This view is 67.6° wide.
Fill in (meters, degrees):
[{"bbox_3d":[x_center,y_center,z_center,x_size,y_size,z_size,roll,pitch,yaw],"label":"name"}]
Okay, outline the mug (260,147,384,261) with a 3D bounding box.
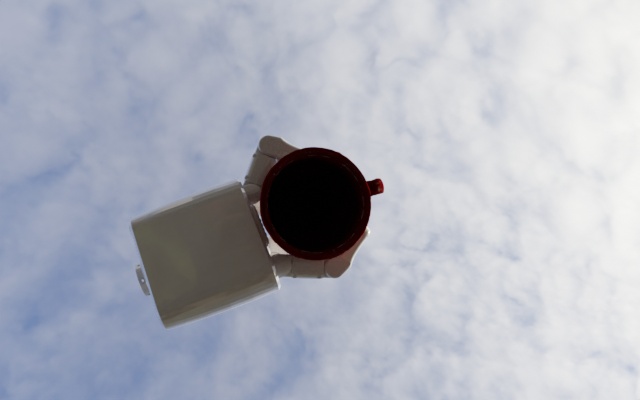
[{"bbox_3d":[0.001,0.001,0.430,0.117,0.093,0.081,-19,0,-12],"label":"mug"}]
